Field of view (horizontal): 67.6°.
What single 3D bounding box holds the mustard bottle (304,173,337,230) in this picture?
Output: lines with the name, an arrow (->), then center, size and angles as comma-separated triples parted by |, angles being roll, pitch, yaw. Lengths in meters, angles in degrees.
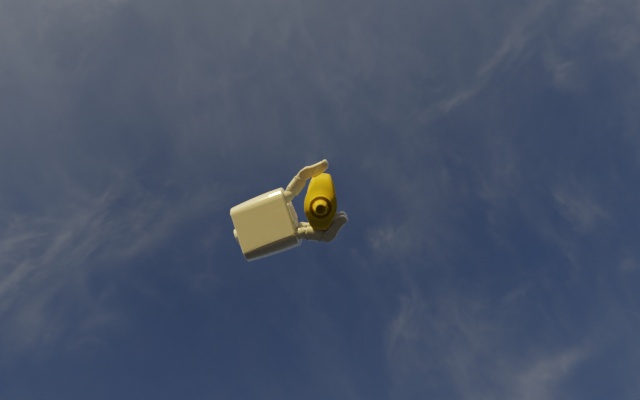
mustard bottle -> 0.000, 0.003, 0.882 | 0.058, 0.096, 0.191 | 5, 7, 0
